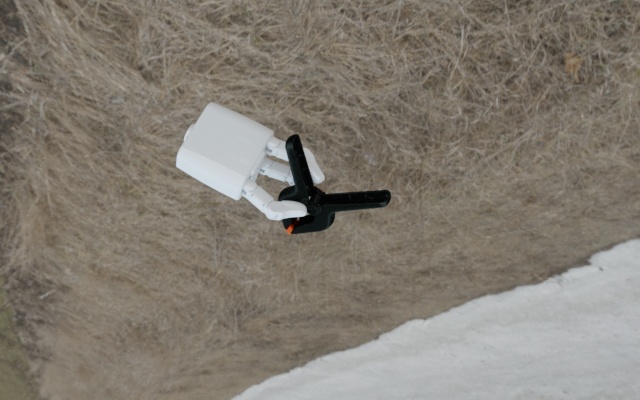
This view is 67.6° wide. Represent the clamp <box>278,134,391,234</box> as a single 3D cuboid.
[{"bbox_3d":[-0.001,0.003,0.720,0.164,0.036,0.210,28,-36,-2],"label":"clamp"}]
